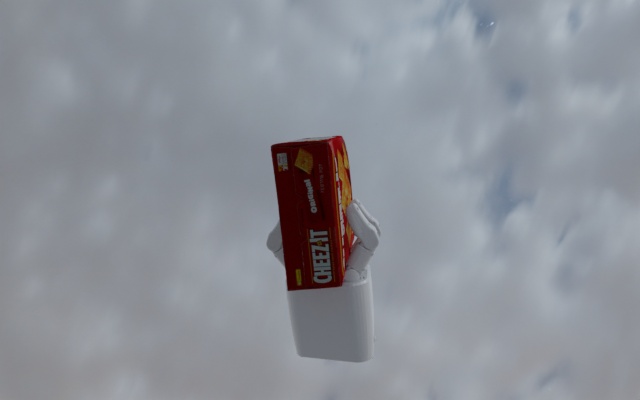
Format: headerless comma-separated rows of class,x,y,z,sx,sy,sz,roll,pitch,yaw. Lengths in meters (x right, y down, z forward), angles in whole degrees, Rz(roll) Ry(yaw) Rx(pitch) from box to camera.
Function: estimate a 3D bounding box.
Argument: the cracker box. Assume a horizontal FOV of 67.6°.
cracker box,0.000,0.002,0.613,0.072,0.164,0.213,-5,8,7
